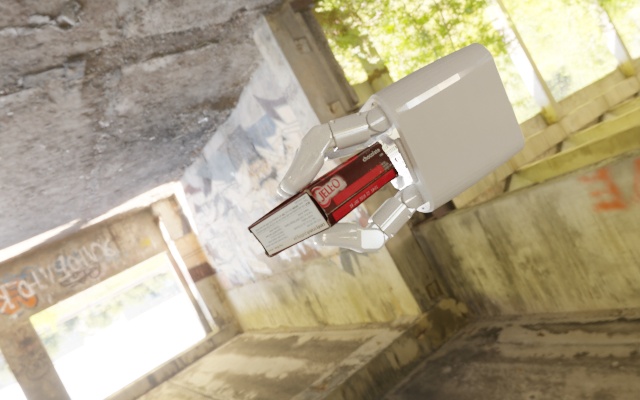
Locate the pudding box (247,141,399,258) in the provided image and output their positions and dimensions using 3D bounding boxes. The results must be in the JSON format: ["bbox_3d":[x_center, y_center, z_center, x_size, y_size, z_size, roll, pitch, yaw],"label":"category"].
[{"bbox_3d":[0.000,0.001,0.409,0.090,0.039,0.113,-34,0,-36],"label":"pudding box"}]
